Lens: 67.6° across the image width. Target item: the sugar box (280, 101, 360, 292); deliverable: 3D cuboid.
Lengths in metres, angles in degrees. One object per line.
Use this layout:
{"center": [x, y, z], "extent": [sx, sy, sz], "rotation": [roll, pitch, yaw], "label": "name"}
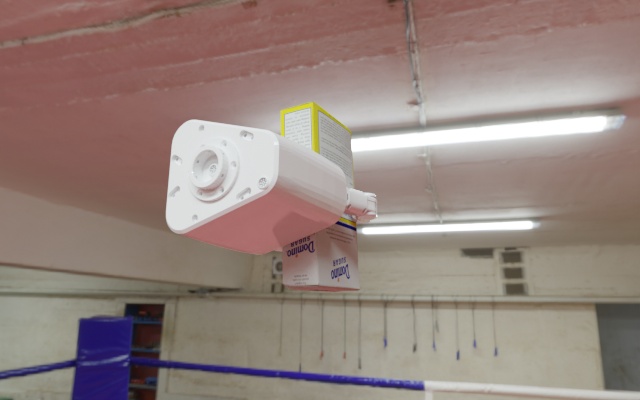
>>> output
{"center": [0.000, 0.002, 0.482], "extent": [0.048, 0.176, 0.093], "rotation": [-7, -15, 28], "label": "sugar box"}
